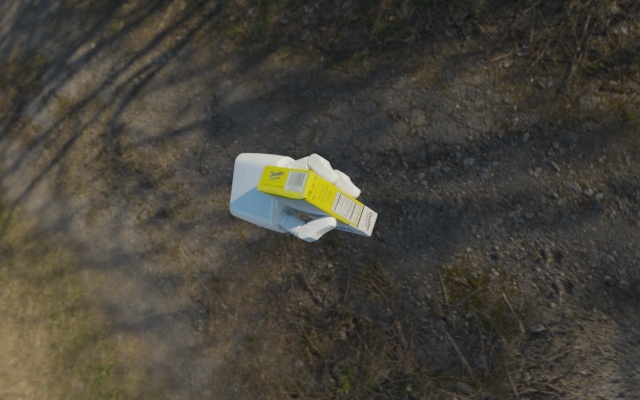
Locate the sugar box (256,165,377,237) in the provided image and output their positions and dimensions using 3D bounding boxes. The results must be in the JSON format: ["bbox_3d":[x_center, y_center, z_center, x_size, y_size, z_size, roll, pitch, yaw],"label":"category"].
[{"bbox_3d":[0.000,0.002,0.710,0.093,0.048,0.176,11,-10,40],"label":"sugar box"}]
